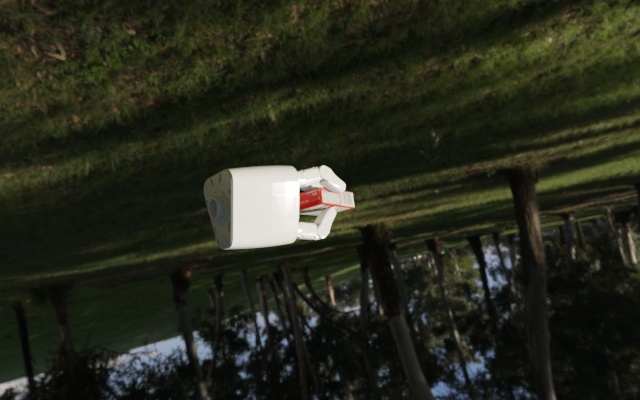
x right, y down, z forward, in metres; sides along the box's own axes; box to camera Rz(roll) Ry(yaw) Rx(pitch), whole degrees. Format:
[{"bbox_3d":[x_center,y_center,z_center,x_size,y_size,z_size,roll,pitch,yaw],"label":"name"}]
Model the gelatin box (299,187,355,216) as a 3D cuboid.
[{"bbox_3d":[0.000,0.003,0.776,0.073,0.030,0.089,-16,-15,38],"label":"gelatin box"}]
